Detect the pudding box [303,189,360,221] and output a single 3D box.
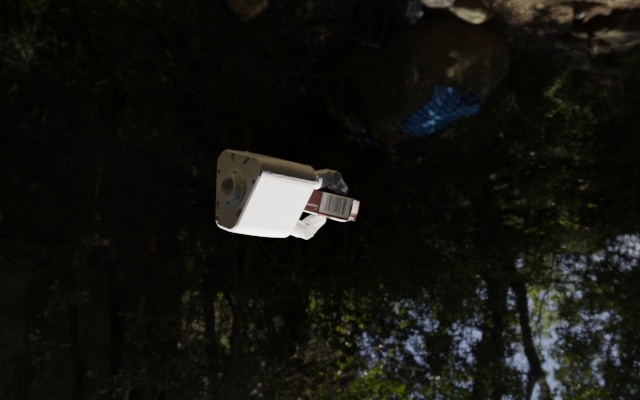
[{"bbox_3d":[0.000,0.003,0.748,0.113,0.039,0.090,15,2,11],"label":"pudding box"}]
